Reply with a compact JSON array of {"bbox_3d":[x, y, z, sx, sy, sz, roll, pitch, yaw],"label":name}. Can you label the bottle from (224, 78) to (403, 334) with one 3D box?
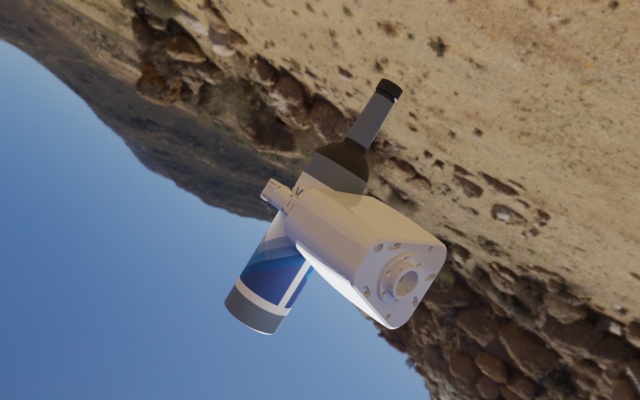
[{"bbox_3d":[0.000,0.002,0.517,0.069,0.296,0.069,31,2,-1],"label":"bottle"}]
